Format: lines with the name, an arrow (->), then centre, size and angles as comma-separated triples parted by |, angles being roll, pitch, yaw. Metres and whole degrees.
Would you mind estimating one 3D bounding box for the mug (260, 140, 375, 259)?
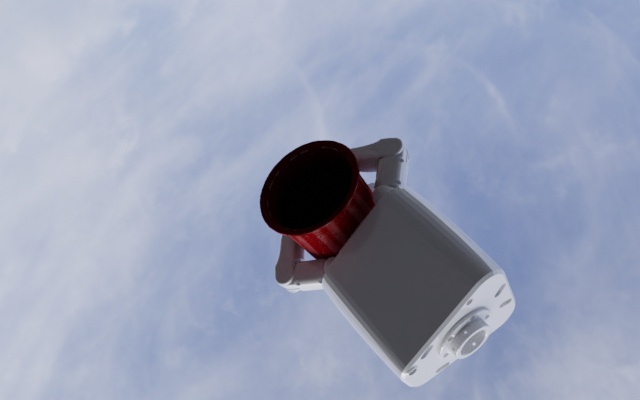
mug -> -0.001, 0.001, 0.433 | 0.117, 0.093, 0.081 | 42, -4, 42
